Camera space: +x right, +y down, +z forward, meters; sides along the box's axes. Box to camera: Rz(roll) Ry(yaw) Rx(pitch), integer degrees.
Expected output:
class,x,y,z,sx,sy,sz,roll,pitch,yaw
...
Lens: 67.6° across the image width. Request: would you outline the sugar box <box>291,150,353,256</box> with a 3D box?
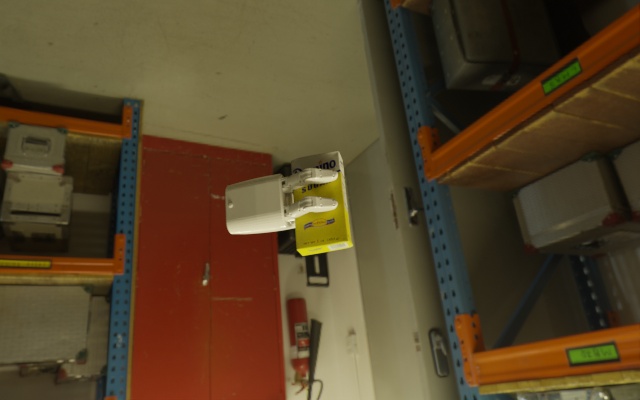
class,x,y,z,sx,sy,sz,roll,pitch,yaw
sugar box,0.000,0.003,0.848,0.093,0.176,0.048,-11,-22,10
